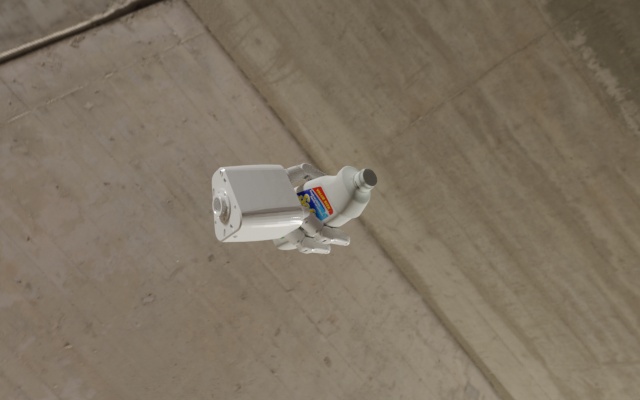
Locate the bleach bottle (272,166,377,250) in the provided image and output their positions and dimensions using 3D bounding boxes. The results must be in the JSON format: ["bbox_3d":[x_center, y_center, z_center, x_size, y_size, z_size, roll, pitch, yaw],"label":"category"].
[{"bbox_3d":[0.000,0.003,0.785,0.068,0.102,0.251,-4,-18,-37],"label":"bleach bottle"}]
